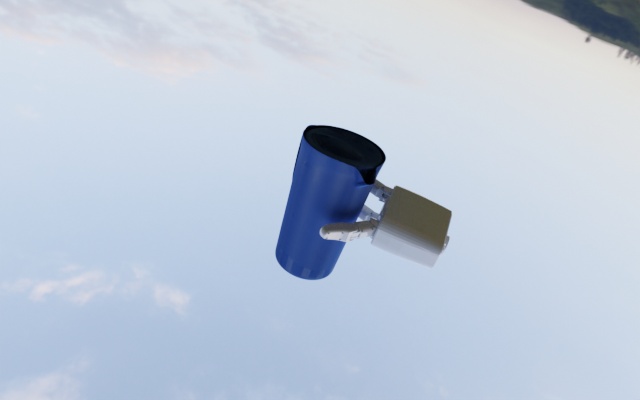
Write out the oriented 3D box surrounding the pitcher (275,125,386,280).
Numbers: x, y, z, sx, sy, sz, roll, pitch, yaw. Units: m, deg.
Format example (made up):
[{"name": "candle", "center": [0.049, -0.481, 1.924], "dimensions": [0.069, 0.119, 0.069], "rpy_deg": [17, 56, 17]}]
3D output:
[{"name": "pitcher", "center": [0.000, 0.003, 0.789], "dimensions": [0.145, 0.243, 0.149], "rpy_deg": [22, 29, 4]}]
